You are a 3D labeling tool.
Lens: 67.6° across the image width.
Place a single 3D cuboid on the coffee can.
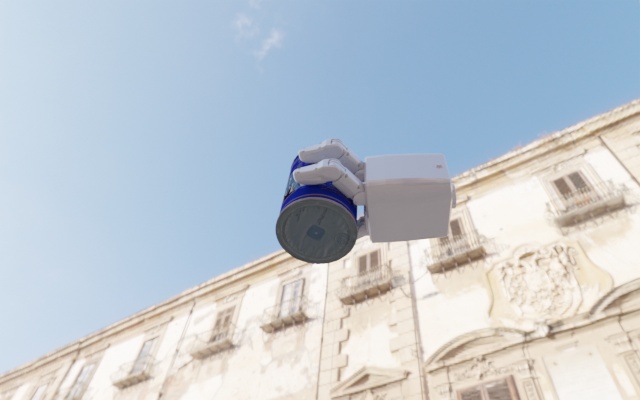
[{"bbox_3d":[0.000,0.002,0.649,0.103,0.103,0.140,0,34,5],"label":"coffee can"}]
